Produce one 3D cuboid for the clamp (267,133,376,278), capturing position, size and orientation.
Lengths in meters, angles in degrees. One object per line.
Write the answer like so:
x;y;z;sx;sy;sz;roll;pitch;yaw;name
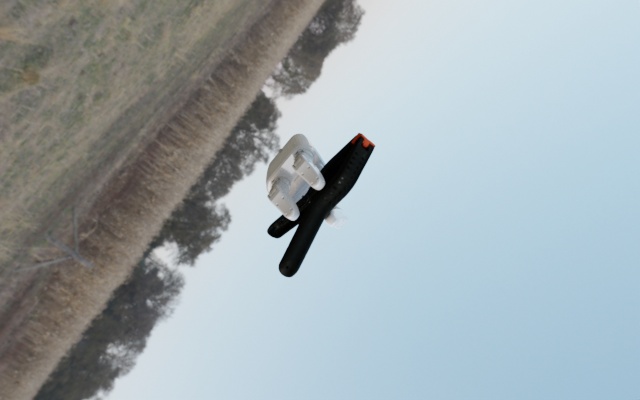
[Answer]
0.001;0.002;0.646;0.036;0.210;0.164;37;11;-19;clamp
